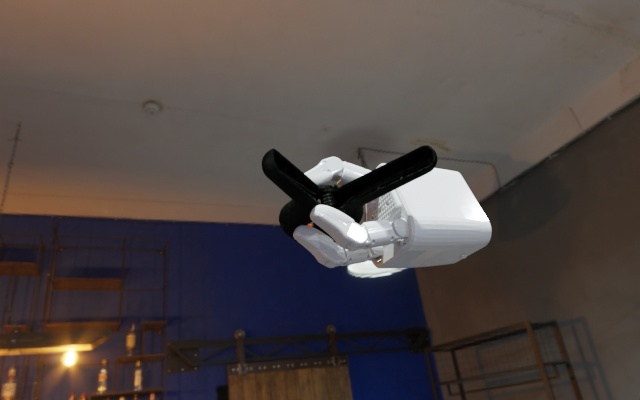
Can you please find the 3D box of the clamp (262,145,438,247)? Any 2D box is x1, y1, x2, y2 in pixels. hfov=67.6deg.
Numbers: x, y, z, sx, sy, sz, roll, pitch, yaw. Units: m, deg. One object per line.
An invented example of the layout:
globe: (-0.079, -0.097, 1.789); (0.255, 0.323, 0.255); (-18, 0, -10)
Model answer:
clamp: (0.000, 0.001, 0.498); (0.164, 0.036, 0.210); (1, -26, -23)
